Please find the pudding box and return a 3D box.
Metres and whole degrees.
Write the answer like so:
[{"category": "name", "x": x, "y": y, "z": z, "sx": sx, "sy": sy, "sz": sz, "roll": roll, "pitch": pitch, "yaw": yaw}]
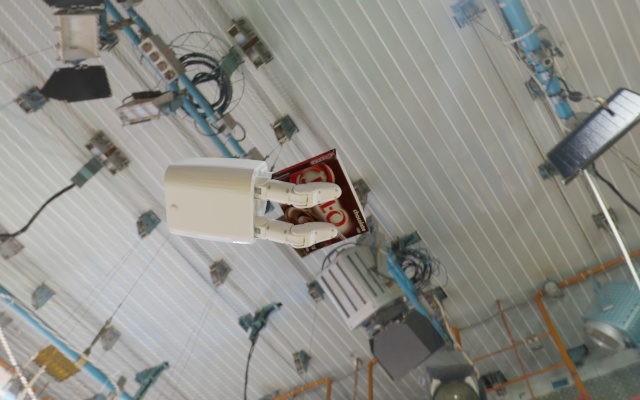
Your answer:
[{"category": "pudding box", "x": 0.000, "y": 0.002, "z": 0.602, "sx": 0.090, "sy": 0.113, "sz": 0.039, "roll": -21, "pitch": 26, "yaw": 12}]
